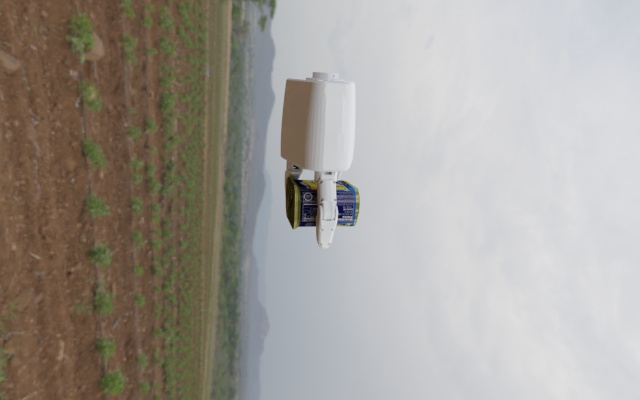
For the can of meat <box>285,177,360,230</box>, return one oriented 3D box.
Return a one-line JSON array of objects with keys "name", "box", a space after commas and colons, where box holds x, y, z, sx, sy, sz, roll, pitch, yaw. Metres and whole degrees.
[{"name": "can of meat", "box": [0.000, 0.002, 0.640, 0.084, 0.057, 0.102, 0, 11, -11]}]
